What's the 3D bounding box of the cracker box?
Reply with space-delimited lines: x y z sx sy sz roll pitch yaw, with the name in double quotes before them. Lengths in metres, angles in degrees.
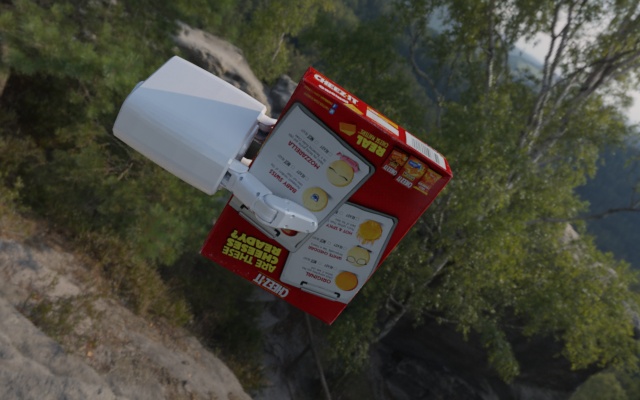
"cracker box" 0.000 0.002 0.489 0.164 0.214 0.072 31 25 -9
